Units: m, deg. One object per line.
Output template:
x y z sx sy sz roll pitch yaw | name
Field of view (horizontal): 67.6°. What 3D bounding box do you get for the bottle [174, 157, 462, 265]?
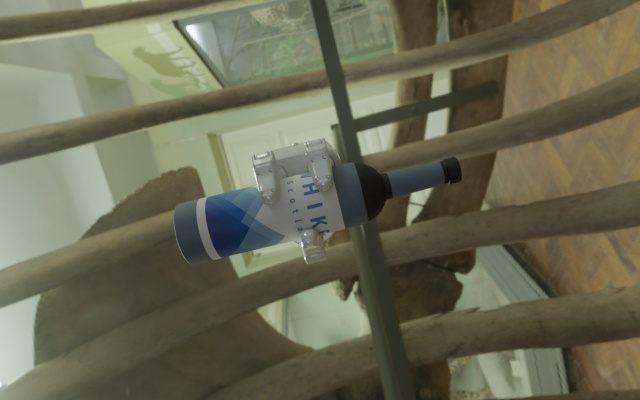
0.000 0.002 0.503 0.296 0.069 0.069 -13 -1 2 | bottle
